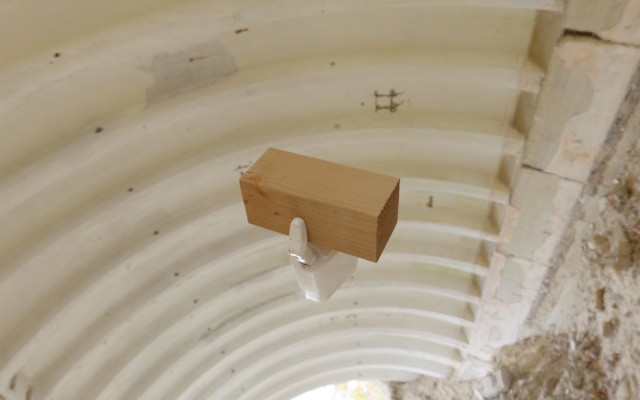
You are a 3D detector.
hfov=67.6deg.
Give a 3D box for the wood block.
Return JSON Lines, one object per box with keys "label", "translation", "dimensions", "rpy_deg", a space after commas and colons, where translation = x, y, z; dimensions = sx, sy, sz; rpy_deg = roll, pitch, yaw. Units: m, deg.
{"label": "wood block", "translation": [0.000, 0.003, 0.685], "dimensions": [0.206, 0.090, 0.090], "rpy_deg": [15, 44, 21]}
